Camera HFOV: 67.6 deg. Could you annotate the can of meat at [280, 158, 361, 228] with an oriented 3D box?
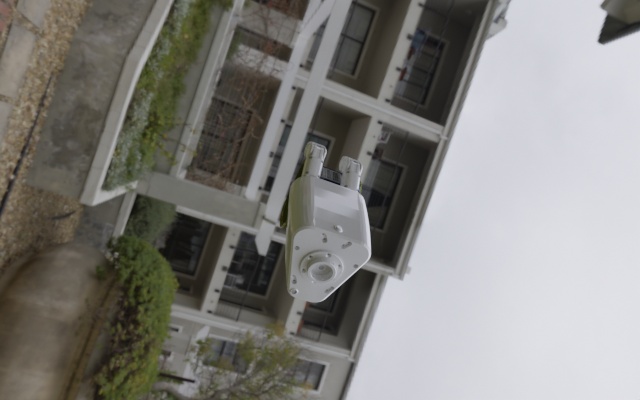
[{"bbox_3d":[0.000,0.002,0.671,0.084,0.102,0.057,19,27,-14],"label":"can of meat"}]
